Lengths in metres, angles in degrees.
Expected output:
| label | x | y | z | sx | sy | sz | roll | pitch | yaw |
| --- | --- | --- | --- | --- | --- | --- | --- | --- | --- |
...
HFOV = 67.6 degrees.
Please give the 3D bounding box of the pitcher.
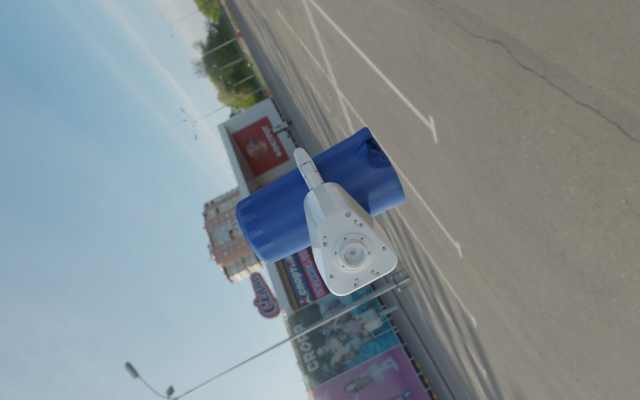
| label | x | y | z | sx | sy | sz | roll | pitch | yaw |
| --- | --- | --- | --- | --- | --- | --- | --- | --- | --- |
| pitcher | 0.000 | 0.002 | 0.748 | 0.243 | 0.149 | 0.145 | -27 | 21 | 0 |
